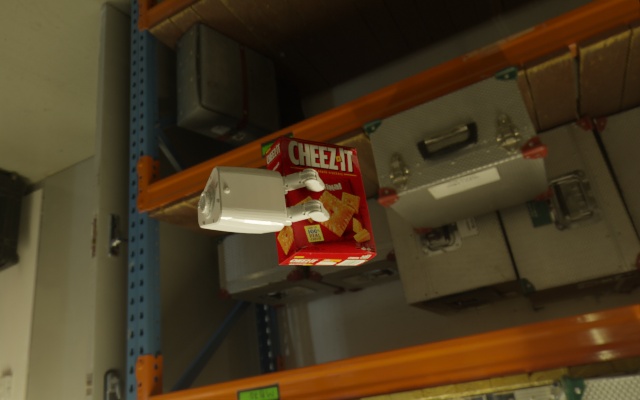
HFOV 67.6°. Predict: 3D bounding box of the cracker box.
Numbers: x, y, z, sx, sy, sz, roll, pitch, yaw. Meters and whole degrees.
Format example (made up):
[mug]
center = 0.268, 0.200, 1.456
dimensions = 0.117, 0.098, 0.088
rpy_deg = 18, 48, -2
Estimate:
[cracker box]
center = 0.000, 0.003, 0.833
dimensions = 0.164, 0.213, 0.072
rpy_deg = 5, -26, -32
